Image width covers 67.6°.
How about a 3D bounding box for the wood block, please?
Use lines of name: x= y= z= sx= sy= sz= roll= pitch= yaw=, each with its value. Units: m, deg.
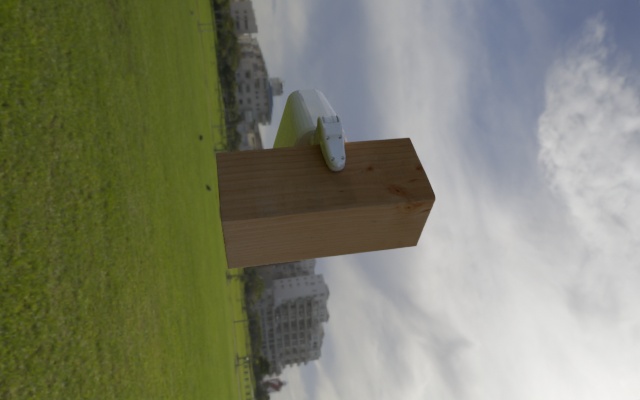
wood block: x=0.000 y=0.001 z=0.504 sx=0.206 sy=0.090 sz=0.091 roll=-6 pitch=-38 yaw=-10
